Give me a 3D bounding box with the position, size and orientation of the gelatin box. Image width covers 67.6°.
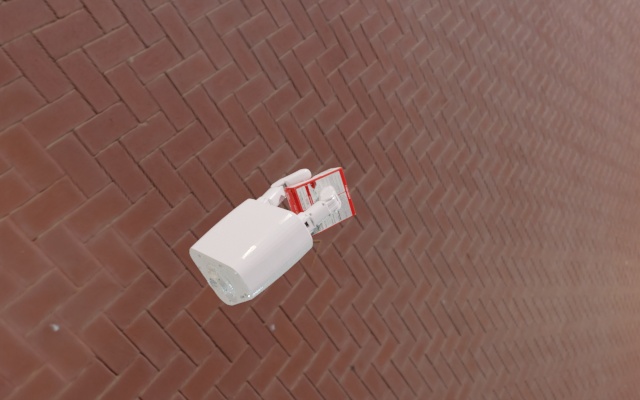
[{"bbox_3d":[0.001,0.002,0.670,0.089,0.073,0.030,-25,13,-32],"label":"gelatin box"}]
